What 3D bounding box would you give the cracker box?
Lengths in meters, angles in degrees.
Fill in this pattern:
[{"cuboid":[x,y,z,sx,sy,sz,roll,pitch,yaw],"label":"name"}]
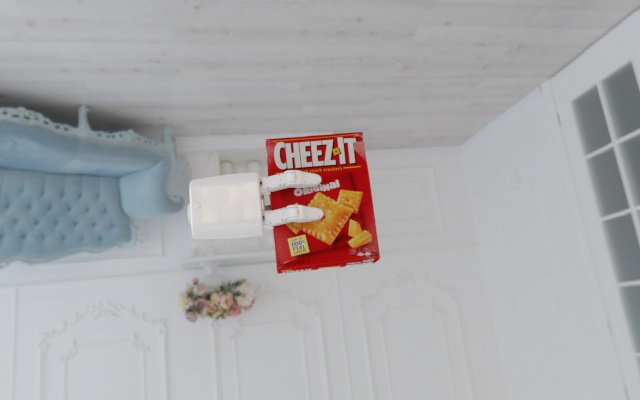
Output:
[{"cuboid":[0.000,0.003,0.775,0.164,0.213,0.072,-5,-14,-6],"label":"cracker box"}]
